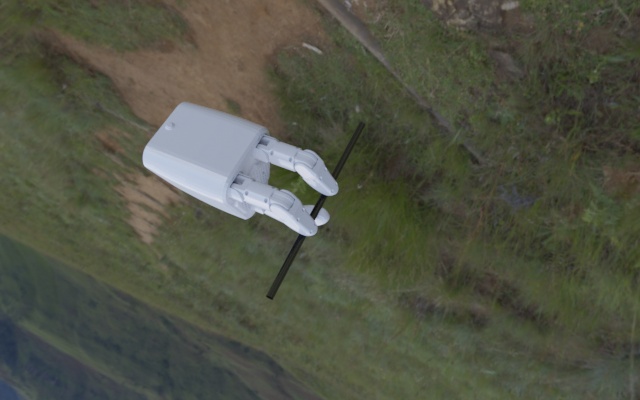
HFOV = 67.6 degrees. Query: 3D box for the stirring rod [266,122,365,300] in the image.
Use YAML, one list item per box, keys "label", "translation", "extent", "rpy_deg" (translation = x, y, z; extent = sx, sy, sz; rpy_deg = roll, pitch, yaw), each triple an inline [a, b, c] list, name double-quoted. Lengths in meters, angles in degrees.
- label: "stirring rod"
  translation: [0.000, 0.002, 0.527]
  extent: [0.011, 0.239, 0.011]
  rpy_deg: [22, -27, 12]
